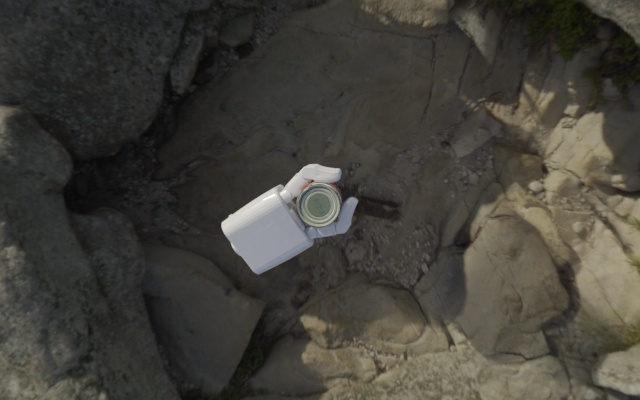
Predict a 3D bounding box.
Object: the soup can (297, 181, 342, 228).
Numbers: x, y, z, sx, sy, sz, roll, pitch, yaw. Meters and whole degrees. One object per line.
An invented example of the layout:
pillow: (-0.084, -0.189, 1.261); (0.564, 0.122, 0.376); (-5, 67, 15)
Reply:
soup can: (0.001, 0.002, 0.759); (0.068, 0.068, 0.102); (0, 6, 4)
